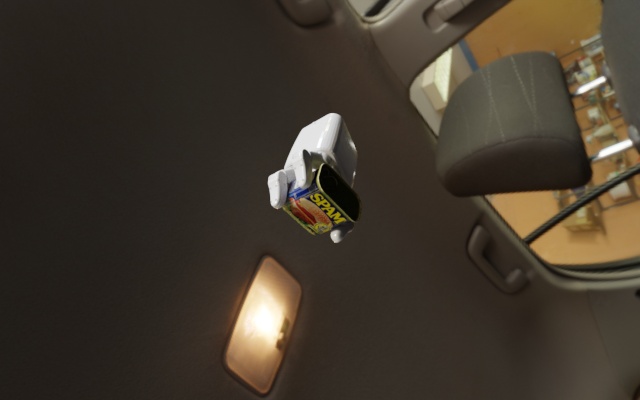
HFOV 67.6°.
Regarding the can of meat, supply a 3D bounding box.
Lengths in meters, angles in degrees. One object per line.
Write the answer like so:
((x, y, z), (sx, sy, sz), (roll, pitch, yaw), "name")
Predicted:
((0.000, 0.003, 0.744), (0.084, 0.057, 0.102), (-24, -55, 34), "can of meat")
